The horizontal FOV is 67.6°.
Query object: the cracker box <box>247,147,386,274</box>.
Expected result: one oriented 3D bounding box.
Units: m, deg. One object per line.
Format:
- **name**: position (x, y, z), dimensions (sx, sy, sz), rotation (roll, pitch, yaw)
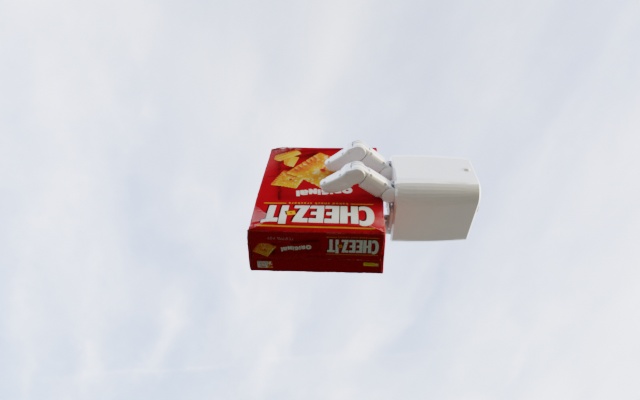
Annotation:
- **cracker box**: position (0.000, 0.002, 0.647), dimensions (0.164, 0.072, 0.213), rotation (1, 33, 3)
